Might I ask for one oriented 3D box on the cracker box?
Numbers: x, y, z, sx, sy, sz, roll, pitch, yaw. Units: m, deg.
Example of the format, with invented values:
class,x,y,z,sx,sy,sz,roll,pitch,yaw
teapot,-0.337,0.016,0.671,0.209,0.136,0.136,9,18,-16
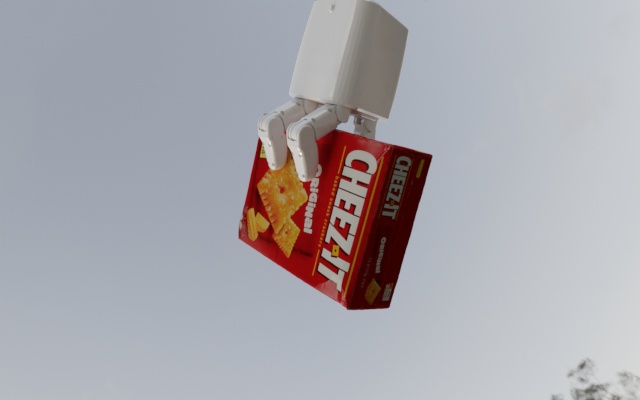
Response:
class,x,y,z,sx,sy,sz,roll,pitch,yaw
cracker box,0.000,0.002,0.531,0.072,0.164,0.213,6,12,-41
